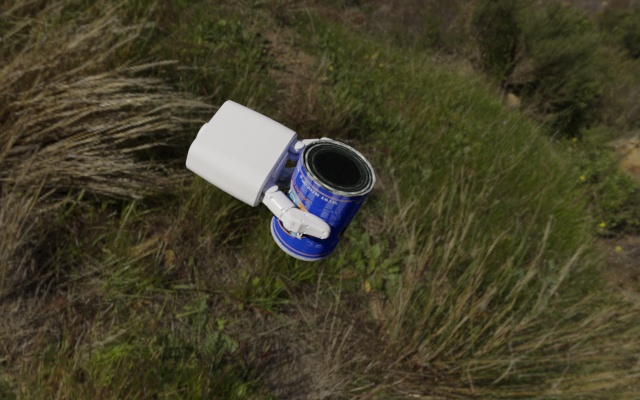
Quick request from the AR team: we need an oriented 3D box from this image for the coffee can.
[{"bbox_3d":[0.000,0.002,0.658,0.103,0.102,0.140,0,-41,-28],"label":"coffee can"}]
